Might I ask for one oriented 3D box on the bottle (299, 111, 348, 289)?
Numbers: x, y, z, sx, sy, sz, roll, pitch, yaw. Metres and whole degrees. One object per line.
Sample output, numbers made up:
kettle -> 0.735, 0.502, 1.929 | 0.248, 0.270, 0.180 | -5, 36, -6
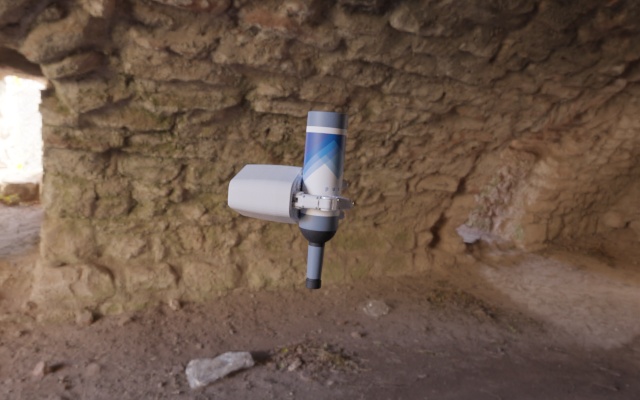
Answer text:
bottle -> 0.000, 0.002, 0.801 | 0.069, 0.296, 0.069 | 5, 7, -1
